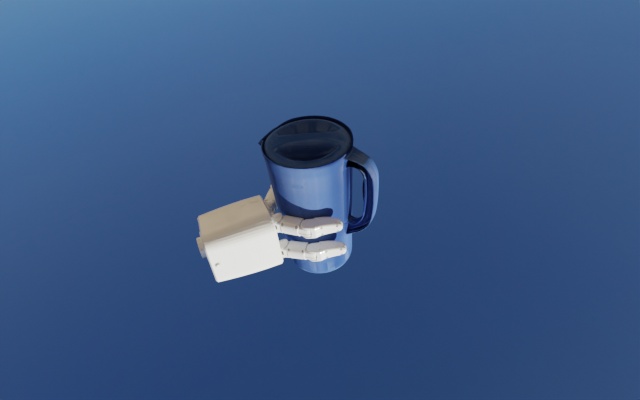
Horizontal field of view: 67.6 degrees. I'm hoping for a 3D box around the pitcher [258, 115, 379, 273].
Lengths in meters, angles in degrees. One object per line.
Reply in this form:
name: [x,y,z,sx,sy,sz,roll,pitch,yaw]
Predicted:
pitcher: [0.000,0.002,0.749,0.145,0.243,0.149,-17,42,-11]
